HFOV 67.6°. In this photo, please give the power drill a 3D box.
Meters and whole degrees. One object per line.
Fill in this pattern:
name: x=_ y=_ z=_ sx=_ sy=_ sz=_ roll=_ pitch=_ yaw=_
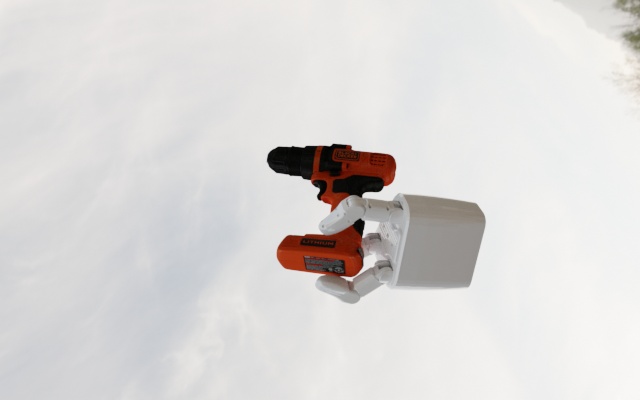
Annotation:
power drill: x=0.000 y=0.002 z=0.630 sx=0.184 sy=0.187 sz=0.057 roll=5 pitch=-35 yaw=12
